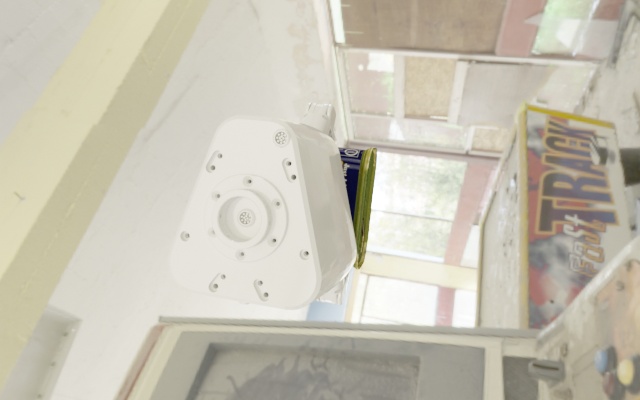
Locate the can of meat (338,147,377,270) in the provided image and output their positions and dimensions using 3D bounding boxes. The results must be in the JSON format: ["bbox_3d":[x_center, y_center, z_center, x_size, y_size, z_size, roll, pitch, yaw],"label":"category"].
[{"bbox_3d":[0.000,0.001,0.410,0.084,0.102,0.057,7,8,12],"label":"can of meat"}]
